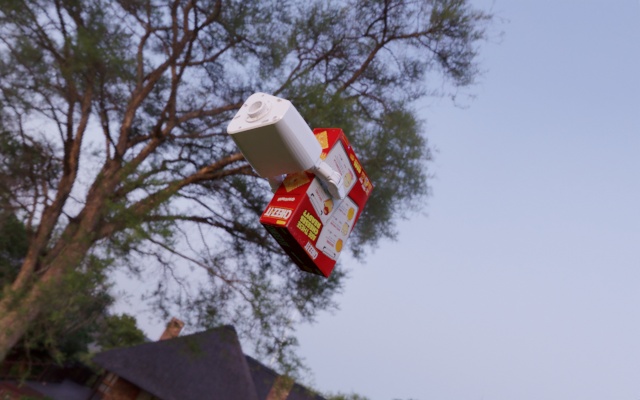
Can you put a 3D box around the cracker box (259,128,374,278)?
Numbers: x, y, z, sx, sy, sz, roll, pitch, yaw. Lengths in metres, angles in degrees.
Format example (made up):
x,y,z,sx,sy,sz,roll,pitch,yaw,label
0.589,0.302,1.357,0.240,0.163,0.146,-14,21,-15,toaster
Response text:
x,y,z,sx,sy,sz,roll,pitch,yaw,label
0.000,0.003,0.857,0.072,0.213,0.164,8,-33,37,cracker box
